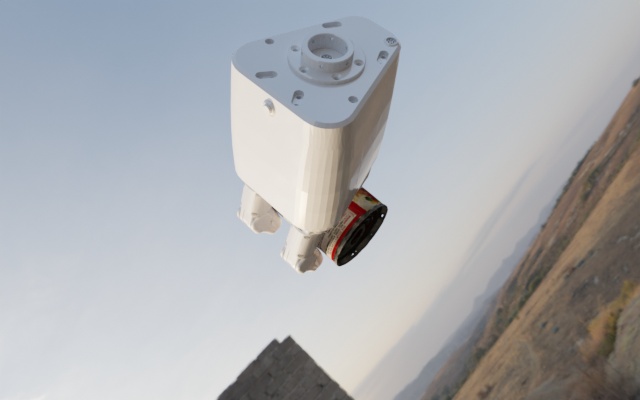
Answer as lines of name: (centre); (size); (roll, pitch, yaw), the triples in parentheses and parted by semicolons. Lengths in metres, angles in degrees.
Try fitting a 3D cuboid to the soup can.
soup can: (0.000, 0.001, 0.433); (0.102, 0.068, 0.068); (39, 16, 21)
